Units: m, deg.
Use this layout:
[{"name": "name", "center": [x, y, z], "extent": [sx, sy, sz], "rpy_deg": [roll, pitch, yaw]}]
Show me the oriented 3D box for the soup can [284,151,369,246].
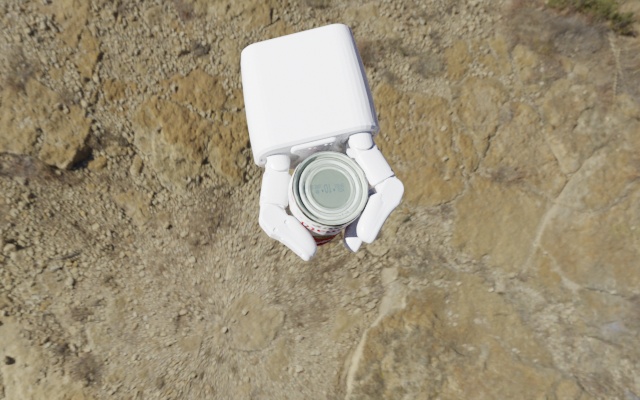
[{"name": "soup can", "center": [0.000, 0.002, 0.446], "extent": [0.068, 0.068, 0.102], "rpy_deg": [0, -15, -11]}]
